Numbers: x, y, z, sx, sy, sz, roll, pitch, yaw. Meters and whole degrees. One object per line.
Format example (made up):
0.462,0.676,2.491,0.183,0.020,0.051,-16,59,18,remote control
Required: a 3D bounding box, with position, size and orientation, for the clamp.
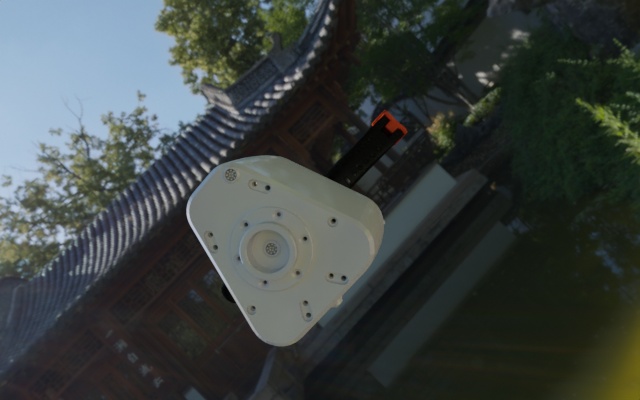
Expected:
0.000,0.001,0.464,0.036,0.210,0.164,43,9,1,clamp
